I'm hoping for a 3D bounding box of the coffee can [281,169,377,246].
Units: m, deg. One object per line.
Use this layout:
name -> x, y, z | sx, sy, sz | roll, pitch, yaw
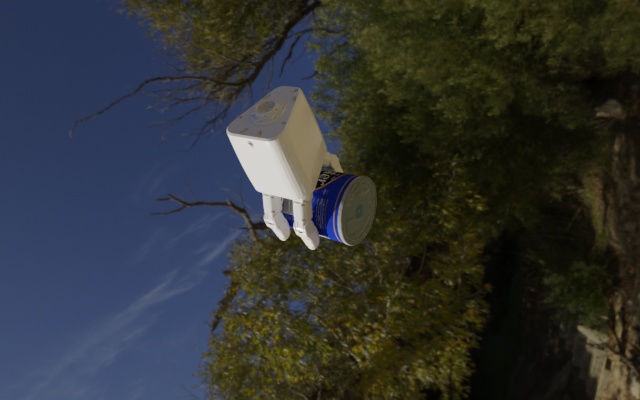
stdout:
coffee can -> 0.000, 0.002, 0.726 | 0.140, 0.103, 0.103 | 13, 7, 32
